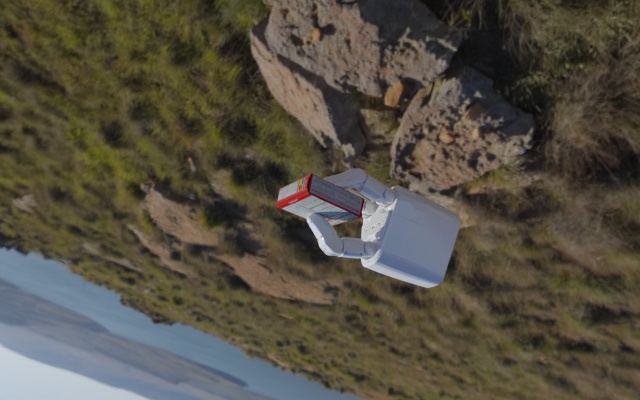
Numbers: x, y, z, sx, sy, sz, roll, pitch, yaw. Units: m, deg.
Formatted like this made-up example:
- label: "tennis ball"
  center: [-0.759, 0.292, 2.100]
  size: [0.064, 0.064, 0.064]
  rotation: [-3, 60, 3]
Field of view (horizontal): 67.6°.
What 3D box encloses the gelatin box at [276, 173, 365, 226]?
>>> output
- label: "gelatin box"
  center: [0.000, 0.002, 0.615]
  size: [0.089, 0.030, 0.073]
  rotation: [23, -26, -30]
